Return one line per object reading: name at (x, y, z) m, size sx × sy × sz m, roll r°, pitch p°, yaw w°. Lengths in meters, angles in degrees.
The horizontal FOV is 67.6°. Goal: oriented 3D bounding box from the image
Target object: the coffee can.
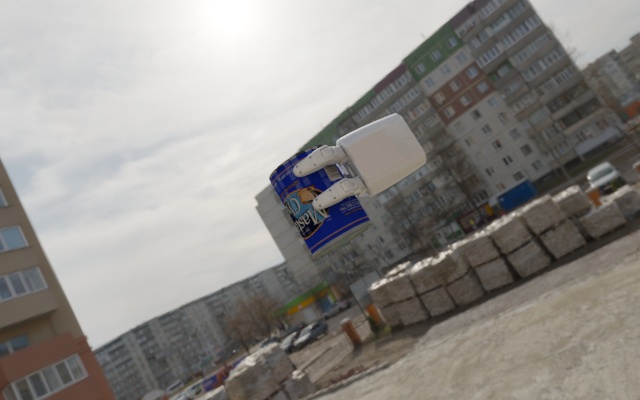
coffee can at (0.000, 0.003, 0.721) m, size 0.103 × 0.140 × 0.103 m, roll -29°, pitch -10°, yaw -6°
